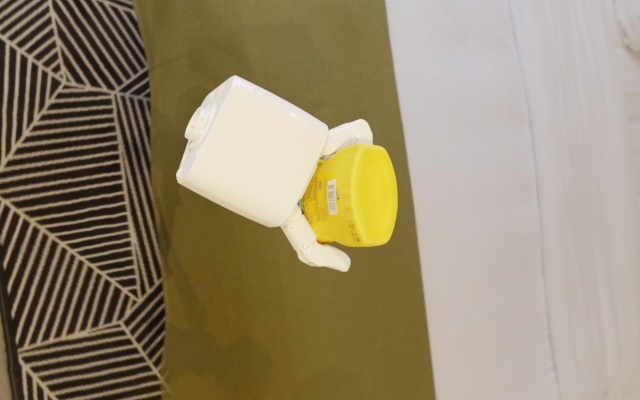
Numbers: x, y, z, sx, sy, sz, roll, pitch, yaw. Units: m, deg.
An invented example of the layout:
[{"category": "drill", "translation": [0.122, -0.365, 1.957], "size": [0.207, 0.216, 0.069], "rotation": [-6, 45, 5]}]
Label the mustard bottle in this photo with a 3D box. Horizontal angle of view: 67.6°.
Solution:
[{"category": "mustard bottle", "translation": [0.001, 0.002, 0.519], "size": [0.058, 0.096, 0.191], "rotation": [-1, -4, -33]}]
